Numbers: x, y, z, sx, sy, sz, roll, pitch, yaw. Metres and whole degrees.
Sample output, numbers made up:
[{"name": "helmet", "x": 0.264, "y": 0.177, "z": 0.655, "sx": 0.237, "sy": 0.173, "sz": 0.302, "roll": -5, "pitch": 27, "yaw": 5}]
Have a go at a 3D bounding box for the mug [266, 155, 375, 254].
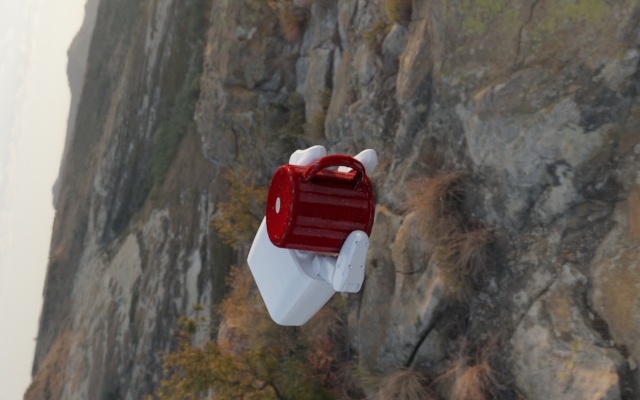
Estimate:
[{"name": "mug", "x": 0.000, "y": 0.001, "z": 0.462, "sx": 0.081, "sy": 0.093, "sz": 0.117, "roll": 7, "pitch": -43, "yaw": -24}]
